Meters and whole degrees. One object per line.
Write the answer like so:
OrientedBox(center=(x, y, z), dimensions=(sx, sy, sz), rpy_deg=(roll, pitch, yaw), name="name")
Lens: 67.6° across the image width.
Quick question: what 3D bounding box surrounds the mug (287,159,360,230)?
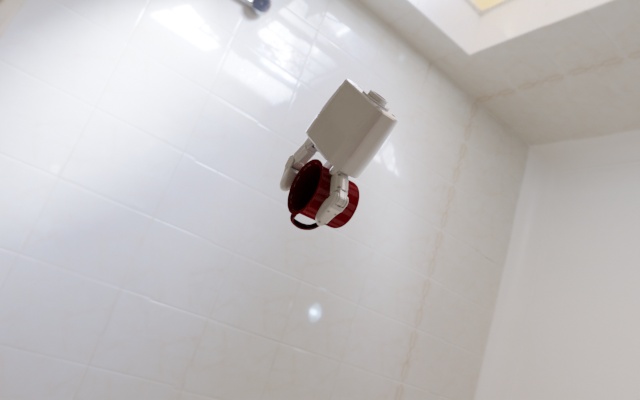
OrientedBox(center=(-0.001, 0.004, 0.754), dimensions=(0.081, 0.117, 0.093), rpy_deg=(25, 24, -28), name="mug")
